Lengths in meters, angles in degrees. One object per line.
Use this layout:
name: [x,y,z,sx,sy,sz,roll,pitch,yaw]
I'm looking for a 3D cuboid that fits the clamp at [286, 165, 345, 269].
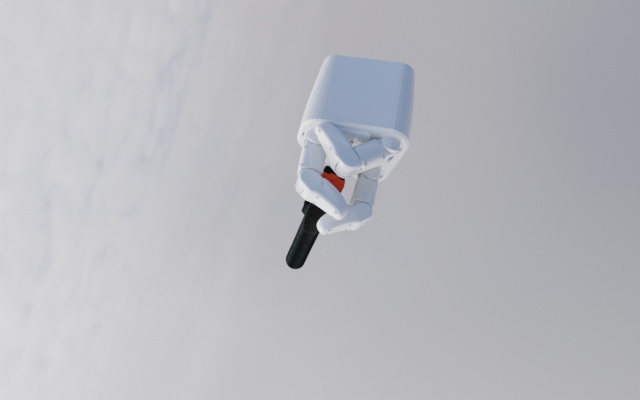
clamp: [0.000,0.002,0.563,0.039,0.120,0.171,19,-31,-7]
